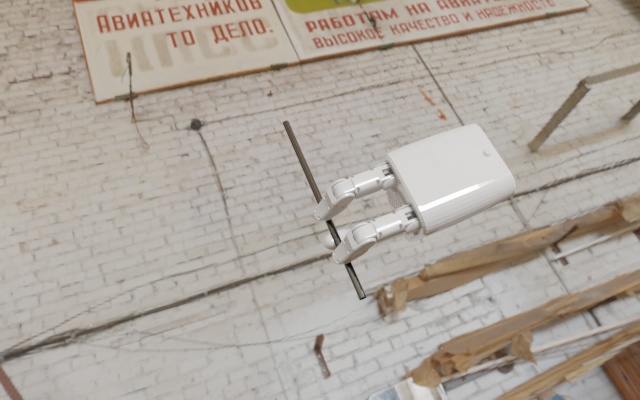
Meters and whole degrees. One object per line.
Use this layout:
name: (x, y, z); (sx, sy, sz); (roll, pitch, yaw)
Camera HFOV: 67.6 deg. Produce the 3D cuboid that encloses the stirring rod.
stirring rod: (0.000, 0.002, 0.544); (0.011, 0.239, 0.011); (-19, -26, -10)
